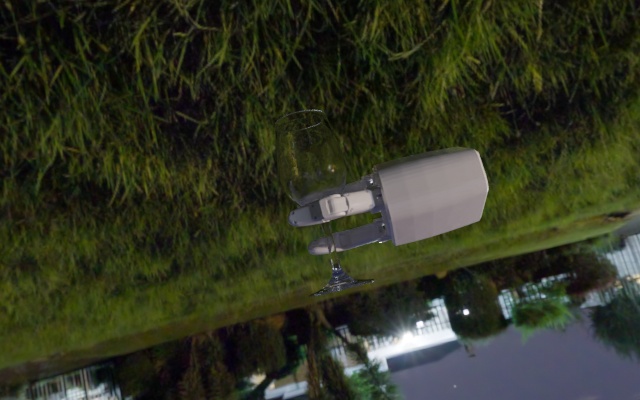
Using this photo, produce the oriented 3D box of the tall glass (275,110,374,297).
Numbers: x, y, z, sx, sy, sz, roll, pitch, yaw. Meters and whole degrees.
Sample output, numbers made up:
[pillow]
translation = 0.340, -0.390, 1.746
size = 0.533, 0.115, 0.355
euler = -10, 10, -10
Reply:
[tall glass]
translation = 0.000, 0.002, 0.541
size = 0.079, 0.201, 0.079
euler = -14, -10, -2
